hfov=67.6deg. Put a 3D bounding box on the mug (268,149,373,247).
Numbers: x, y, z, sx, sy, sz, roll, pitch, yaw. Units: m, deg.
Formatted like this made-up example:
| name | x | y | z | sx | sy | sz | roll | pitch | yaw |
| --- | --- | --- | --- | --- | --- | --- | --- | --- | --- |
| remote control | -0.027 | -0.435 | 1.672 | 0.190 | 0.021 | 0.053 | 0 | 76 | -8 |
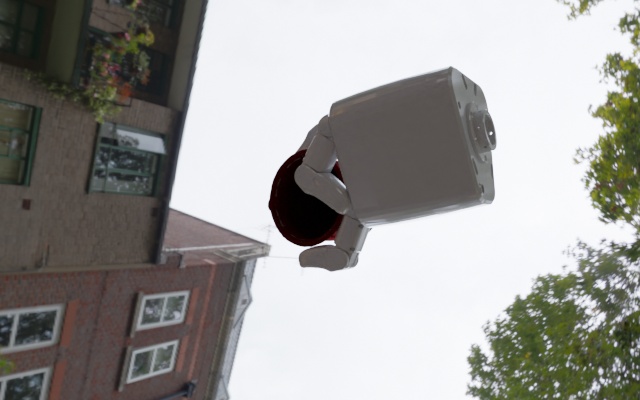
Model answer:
| name | x | y | z | sx | sy | sz | roll | pitch | yaw |
| --- | --- | --- | --- | --- | --- | --- | --- | --- | --- |
| mug | -0.001 | 0.002 | 0.490 | 0.117 | 0.093 | 0.081 | -10 | -9 | 36 |
